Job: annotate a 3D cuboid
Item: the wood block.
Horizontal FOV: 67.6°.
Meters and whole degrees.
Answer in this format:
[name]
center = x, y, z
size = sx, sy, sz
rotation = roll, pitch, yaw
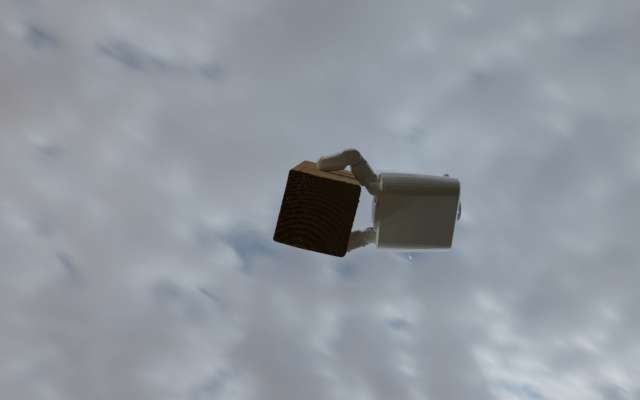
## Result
[wood block]
center = 0.000, 0.003, 0.657
size = 0.090, 0.091, 0.206
rotation = 13, 8, 1
